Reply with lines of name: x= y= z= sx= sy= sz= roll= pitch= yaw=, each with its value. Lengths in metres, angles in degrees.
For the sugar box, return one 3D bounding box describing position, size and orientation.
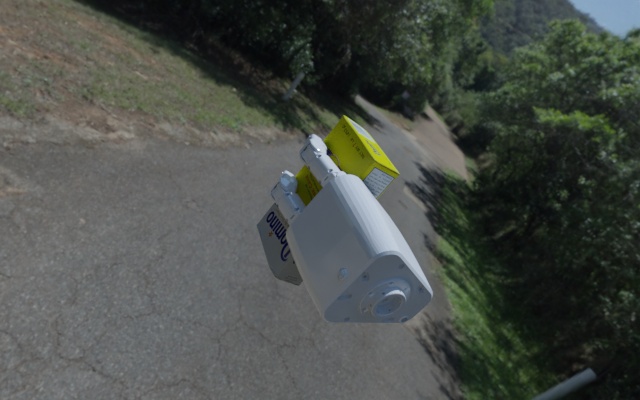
sugar box: x=0.000 y=0.002 z=0.534 sx=0.048 sy=0.176 sz=0.093 roll=26 pitch=24 yaw=-37
